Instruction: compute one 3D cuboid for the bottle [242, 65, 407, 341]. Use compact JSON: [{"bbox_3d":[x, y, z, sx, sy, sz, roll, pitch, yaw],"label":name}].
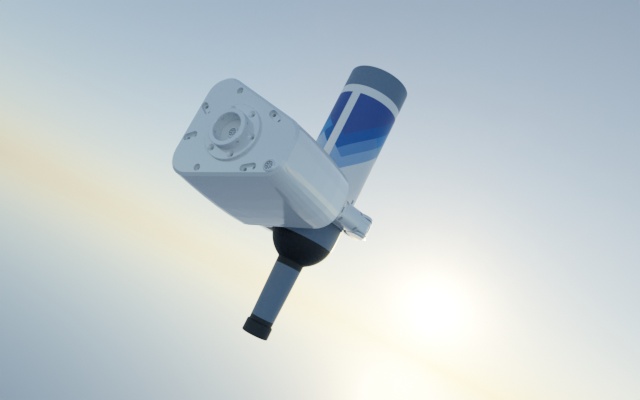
[{"bbox_3d":[0.000,0.001,0.493,0.069,0.295,0.069,25,-12,6],"label":"bottle"}]
